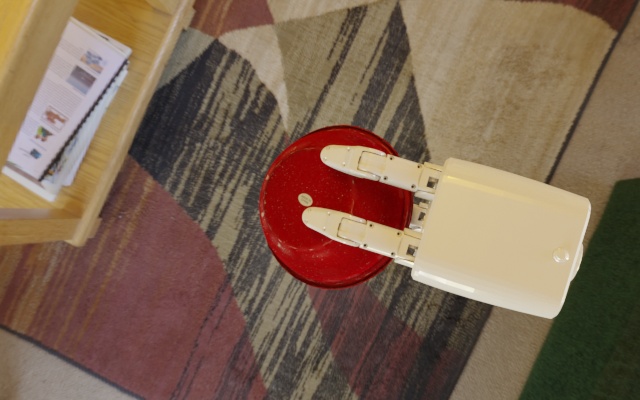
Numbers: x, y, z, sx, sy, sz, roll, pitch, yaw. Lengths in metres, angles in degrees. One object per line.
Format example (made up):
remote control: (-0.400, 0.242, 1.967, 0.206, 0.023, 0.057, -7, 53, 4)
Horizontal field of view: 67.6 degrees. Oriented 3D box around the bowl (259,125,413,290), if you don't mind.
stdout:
bowl: (-0.001, 0.001, 0.444, 0.162, 0.162, 0.055, 0, -8, 27)
